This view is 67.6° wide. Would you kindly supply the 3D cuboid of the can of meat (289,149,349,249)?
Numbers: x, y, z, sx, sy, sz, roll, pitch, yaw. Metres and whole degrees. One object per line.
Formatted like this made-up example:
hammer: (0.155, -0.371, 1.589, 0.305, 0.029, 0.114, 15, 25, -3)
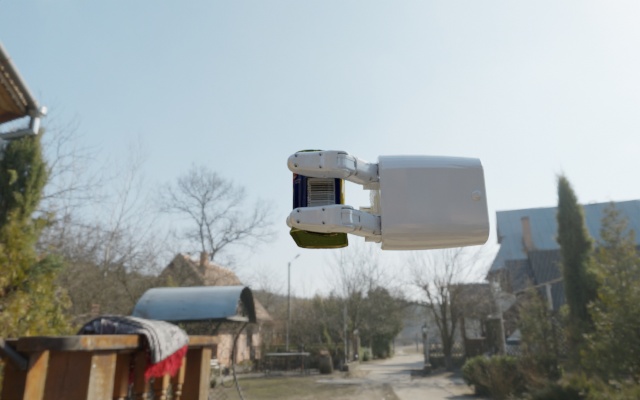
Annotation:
can of meat: (0.000, 0.001, 0.507, 0.057, 0.084, 0.102, -1, -16, 4)
